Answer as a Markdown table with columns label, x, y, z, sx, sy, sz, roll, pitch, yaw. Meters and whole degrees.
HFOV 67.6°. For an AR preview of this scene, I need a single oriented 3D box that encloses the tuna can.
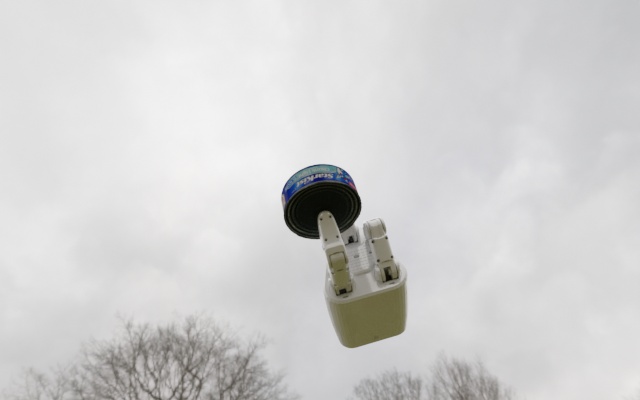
| label | x | y | z | sx | sy | sz | roll | pitch | yaw |
| --- | --- | --- | --- | --- | --- | --- | --- | --- | --- |
| tuna can | 0.000 | 0.001 | 0.525 | 0.086 | 0.086 | 0.033 | 0 | 42 | -14 |
